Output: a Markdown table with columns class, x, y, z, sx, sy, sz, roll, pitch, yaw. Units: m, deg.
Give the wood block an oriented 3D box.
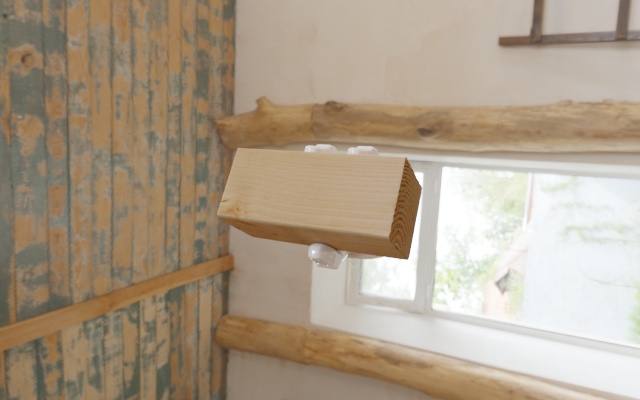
| class | x | y | z | sx | sy | sz | roll | pitch | yaw |
| --- | --- | --- | --- | --- | --- | --- | --- | --- | --- |
| wood block | 0.000 | 0.002 | 0.549 | 0.206 | 0.090 | 0.090 | 5 | -18 | 25 |
